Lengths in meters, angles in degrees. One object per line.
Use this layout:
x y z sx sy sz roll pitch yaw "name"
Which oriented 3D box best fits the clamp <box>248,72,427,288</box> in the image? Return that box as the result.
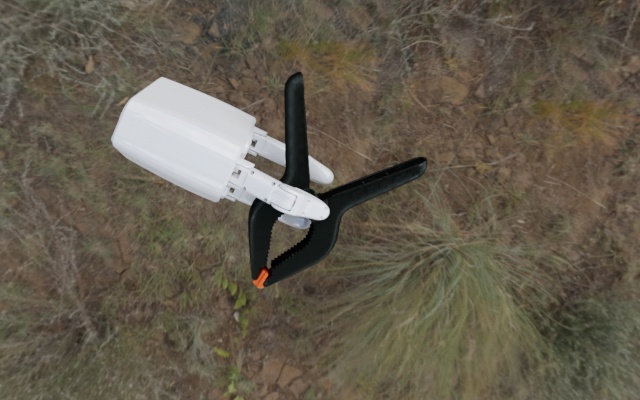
0.000 0.002 0.482 0.164 0.210 0.036 25 10 -12 "clamp"
